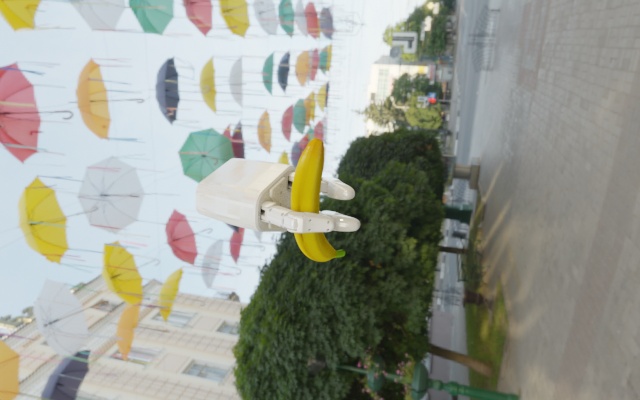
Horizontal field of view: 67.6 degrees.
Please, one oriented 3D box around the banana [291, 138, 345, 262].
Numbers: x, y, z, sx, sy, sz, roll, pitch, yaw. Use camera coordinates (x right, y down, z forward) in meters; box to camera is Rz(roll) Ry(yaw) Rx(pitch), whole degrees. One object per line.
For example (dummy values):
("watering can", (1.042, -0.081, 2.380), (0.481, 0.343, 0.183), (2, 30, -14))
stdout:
("banana", (-0.010, 0.015, 0.637), (0.037, 0.198, 0.069), (17, 44, 33))
